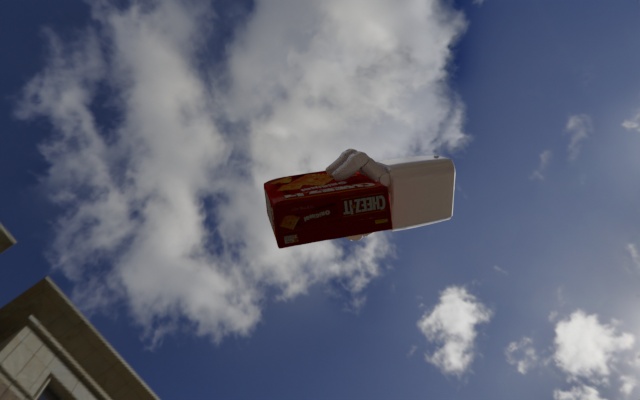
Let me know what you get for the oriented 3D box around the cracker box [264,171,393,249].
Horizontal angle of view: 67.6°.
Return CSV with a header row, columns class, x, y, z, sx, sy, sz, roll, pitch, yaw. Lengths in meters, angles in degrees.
class,x,y,z,sx,sy,sz,roll,pitch,yaw
cracker box,0.000,0.003,0.747,0.164,0.072,0.213,-9,11,-8
